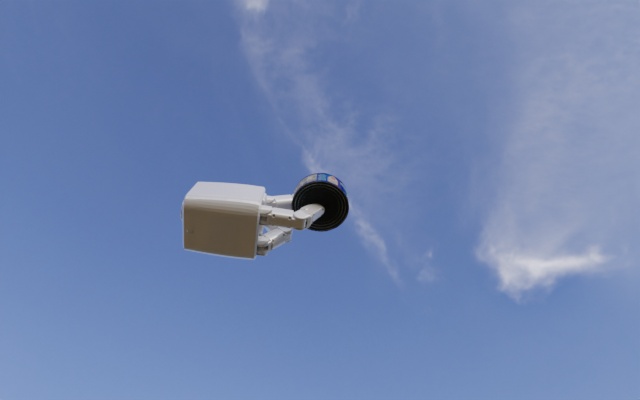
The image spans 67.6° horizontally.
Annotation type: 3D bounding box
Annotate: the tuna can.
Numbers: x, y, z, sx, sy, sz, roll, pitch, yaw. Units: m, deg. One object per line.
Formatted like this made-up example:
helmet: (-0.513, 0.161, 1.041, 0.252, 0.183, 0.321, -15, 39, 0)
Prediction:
tuna can: (0.000, 0.002, 0.721, 0.086, 0.086, 0.033, 0, 29, 2)
